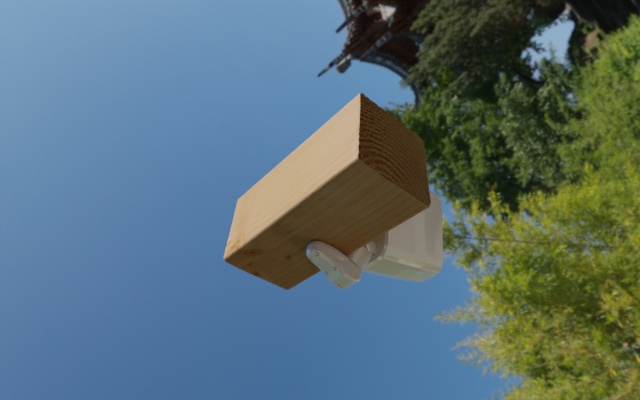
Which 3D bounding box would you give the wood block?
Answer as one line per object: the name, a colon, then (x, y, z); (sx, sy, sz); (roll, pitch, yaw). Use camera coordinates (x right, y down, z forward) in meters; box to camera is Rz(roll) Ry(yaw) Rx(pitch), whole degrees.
wood block: (0.000, 0.002, 0.486); (0.090, 0.090, 0.206); (31, -47, -27)
